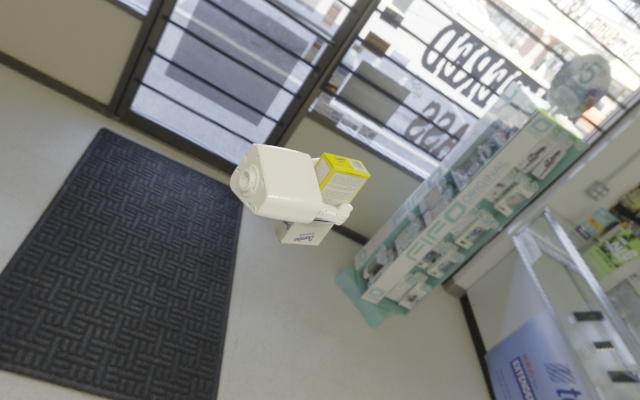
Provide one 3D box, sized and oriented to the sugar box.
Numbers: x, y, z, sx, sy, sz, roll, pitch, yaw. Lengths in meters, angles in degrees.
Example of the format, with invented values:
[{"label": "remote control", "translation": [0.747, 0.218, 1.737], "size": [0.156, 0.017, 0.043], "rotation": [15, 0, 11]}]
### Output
[{"label": "sugar box", "translation": [0.000, 0.002, 0.829], "size": [0.093, 0.048, 0.176], "rotation": [9, -50, -42]}]
